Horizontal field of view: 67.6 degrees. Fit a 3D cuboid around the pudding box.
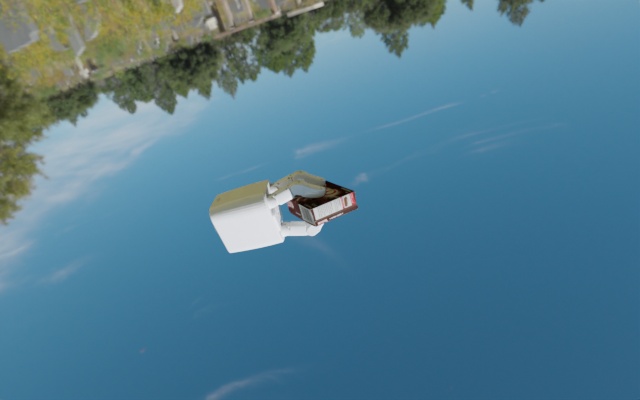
[{"bbox_3d":[0.000,0.003,0.852,0.090,0.039,0.113,-23,23,-21],"label":"pudding box"}]
